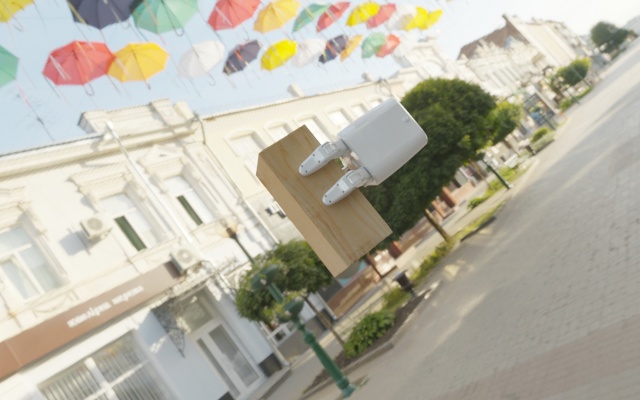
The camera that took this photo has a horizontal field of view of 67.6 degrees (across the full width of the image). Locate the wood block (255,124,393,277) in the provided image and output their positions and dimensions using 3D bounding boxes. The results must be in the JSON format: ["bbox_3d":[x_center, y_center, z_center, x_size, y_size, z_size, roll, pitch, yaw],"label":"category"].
[{"bbox_3d":[0.000,0.002,0.721,0.090,0.206,0.091,-36,-9,-19],"label":"wood block"}]
